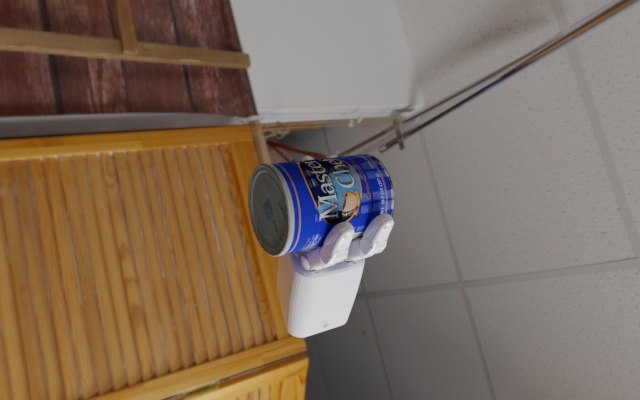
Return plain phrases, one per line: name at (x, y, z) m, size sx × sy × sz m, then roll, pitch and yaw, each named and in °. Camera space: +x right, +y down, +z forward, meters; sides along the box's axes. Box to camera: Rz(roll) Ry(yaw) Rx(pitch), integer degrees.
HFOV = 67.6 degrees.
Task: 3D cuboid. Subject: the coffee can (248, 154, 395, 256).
coffee can at (0.000, 0.002, 0.558) m, size 0.140 × 0.103 × 0.103 m, roll -9°, pitch 5°, yaw -31°
